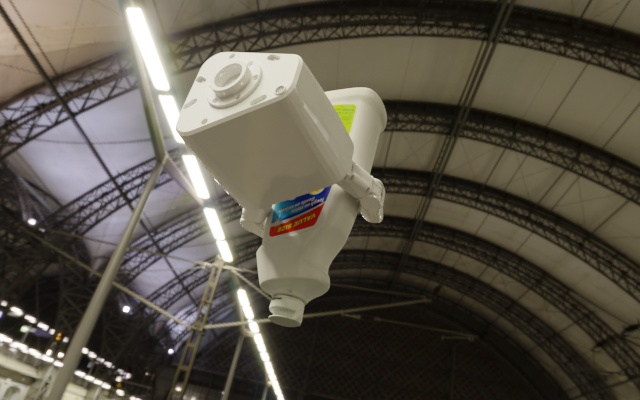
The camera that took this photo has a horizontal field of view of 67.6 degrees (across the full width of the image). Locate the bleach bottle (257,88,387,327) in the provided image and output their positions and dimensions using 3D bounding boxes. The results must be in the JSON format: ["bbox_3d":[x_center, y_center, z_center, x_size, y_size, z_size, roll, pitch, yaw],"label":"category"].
[{"bbox_3d":[0.000,0.002,0.481,0.102,0.250,0.068,-2,-34,25],"label":"bleach bottle"}]
